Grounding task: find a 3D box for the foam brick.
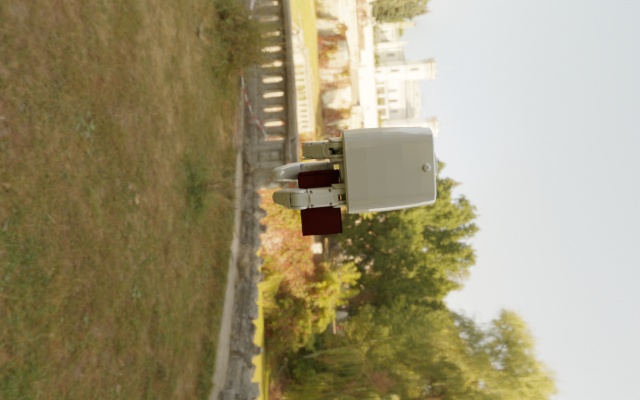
[{"bbox_3d":[0.000,0.002,0.602,0.051,0.078,0.053,-4,8,0],"label":"foam brick"}]
